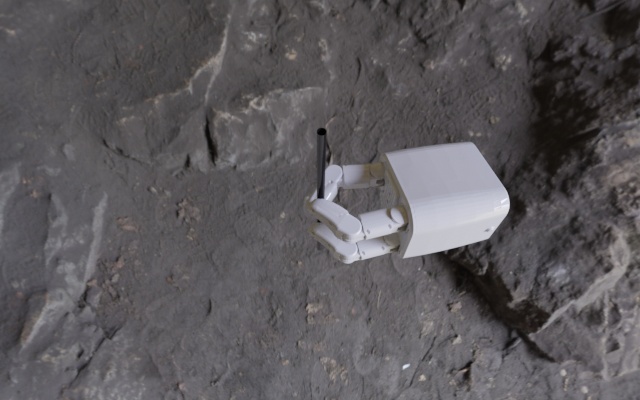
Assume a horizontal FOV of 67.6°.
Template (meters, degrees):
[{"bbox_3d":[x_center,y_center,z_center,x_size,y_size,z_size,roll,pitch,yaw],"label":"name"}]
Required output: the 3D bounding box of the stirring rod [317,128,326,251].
[{"bbox_3d":[0.000,0.002,0.495,0.011,0.011,0.240,0,-29,0],"label":"stirring rod"}]
